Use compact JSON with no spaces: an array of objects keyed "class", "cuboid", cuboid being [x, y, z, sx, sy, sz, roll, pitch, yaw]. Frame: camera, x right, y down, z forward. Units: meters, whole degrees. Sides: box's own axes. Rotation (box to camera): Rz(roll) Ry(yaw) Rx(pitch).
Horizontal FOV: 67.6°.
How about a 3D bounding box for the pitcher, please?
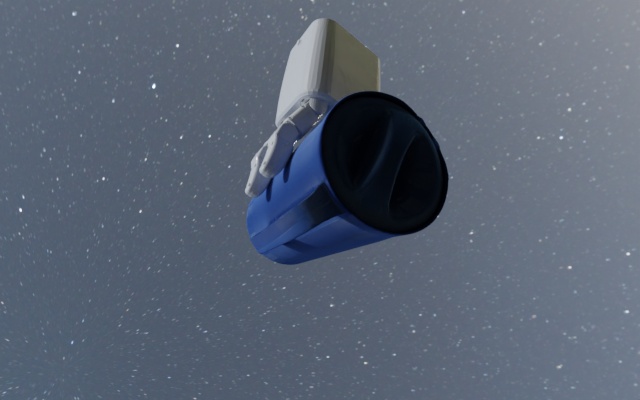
[{"class":"pitcher","cuboid":[0.000,0.001,0.505,0.149,0.145,0.243,15,-23,-23]}]
